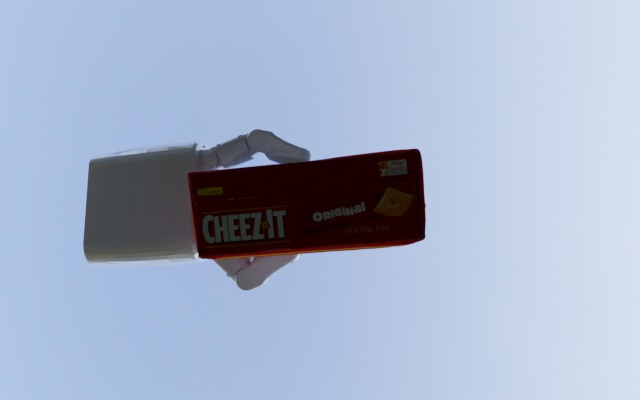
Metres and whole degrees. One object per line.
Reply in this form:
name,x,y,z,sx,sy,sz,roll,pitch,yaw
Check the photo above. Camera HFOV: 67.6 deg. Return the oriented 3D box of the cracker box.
cracker box,0.000,0.001,0.431,0.164,0.072,0.213,-6,2,6
